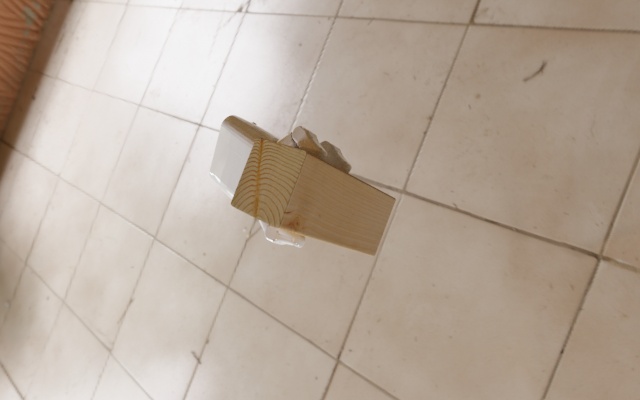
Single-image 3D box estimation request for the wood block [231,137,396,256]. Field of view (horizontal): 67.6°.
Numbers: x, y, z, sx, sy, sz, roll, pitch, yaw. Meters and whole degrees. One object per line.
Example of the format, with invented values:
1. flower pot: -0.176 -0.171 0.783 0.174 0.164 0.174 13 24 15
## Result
1. wood block: 0.000 0.002 0.618 0.090 0.091 0.206 21 -1 40
